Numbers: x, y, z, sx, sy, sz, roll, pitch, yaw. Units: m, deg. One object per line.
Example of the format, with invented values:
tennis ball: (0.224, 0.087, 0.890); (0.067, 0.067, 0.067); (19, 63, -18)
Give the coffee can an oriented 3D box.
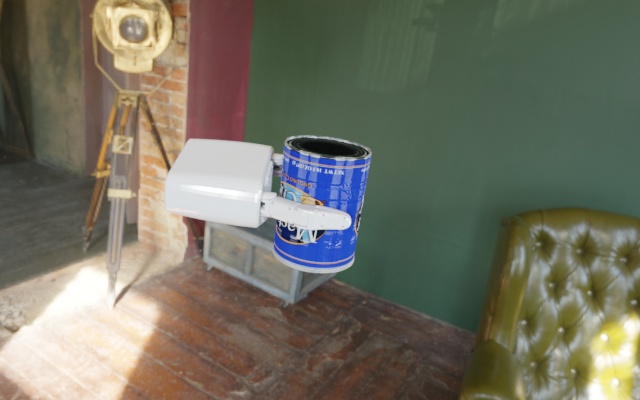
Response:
coffee can: (0.000, 0.002, 0.574); (0.103, 0.140, 0.102); (7, 19, -2)
